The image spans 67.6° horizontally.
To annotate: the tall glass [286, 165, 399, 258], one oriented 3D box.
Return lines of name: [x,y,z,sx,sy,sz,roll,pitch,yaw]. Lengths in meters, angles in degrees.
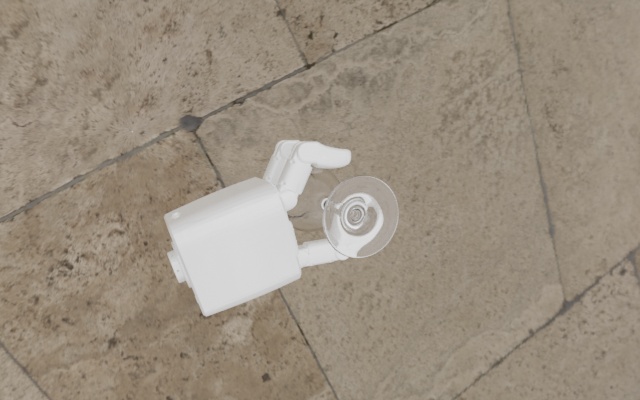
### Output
tall glass: [0.000,0.002,0.510,0.079,0.079,0.201,0,8,-21]
